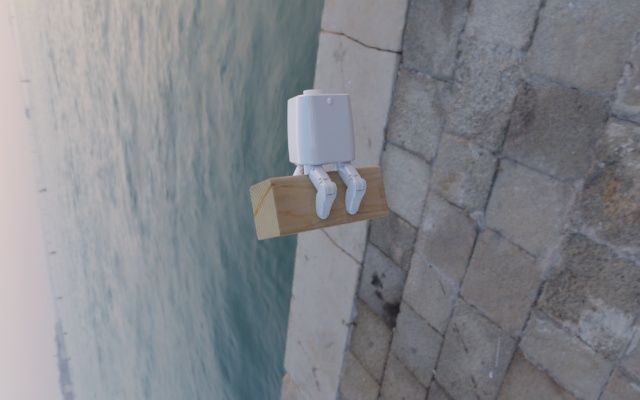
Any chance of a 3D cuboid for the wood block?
[{"bbox_3d":[0.000,0.002,0.791,0.206,0.090,0.091,-8,-4,-30],"label":"wood block"}]
